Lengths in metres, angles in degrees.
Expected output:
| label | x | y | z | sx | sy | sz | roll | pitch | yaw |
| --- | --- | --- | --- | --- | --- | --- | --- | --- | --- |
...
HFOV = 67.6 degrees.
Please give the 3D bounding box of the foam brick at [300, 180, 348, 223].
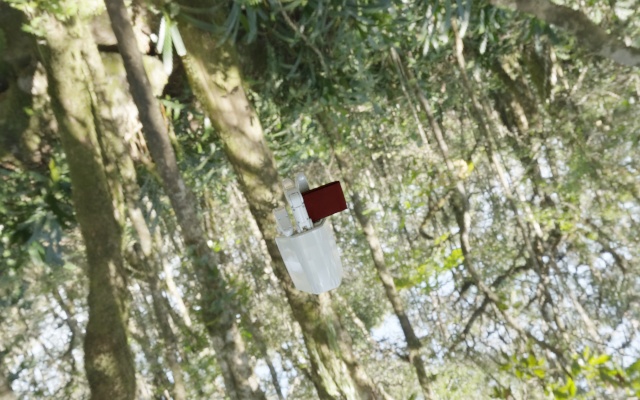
| label | x | y | z | sx | sy | sz | roll | pitch | yaw |
| --- | --- | --- | --- | --- | --- | --- | --- | --- | --- |
| foam brick | 0.000 | 0.003 | 0.821 | 0.078 | 0.051 | 0.053 | -21 | 4 | -8 |
